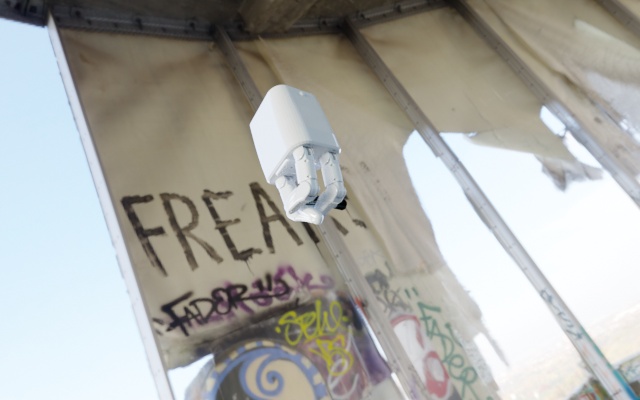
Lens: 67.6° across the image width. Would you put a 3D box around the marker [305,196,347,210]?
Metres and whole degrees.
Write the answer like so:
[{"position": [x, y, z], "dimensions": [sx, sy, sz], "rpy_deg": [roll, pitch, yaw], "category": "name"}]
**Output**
[{"position": [0.000, 0.002, 0.719], "dimensions": [0.020, 0.020, 0.121], "rpy_deg": [0, -4, 40], "category": "marker"}]
